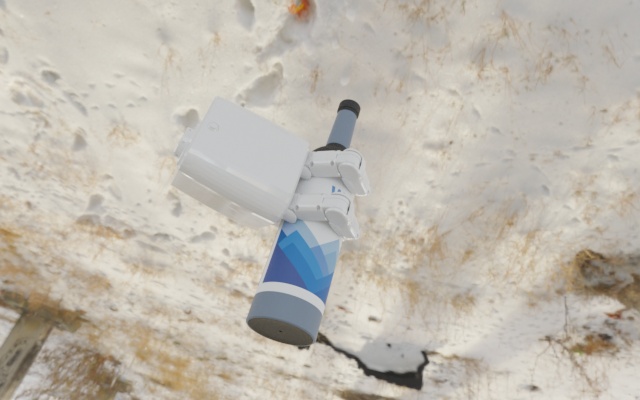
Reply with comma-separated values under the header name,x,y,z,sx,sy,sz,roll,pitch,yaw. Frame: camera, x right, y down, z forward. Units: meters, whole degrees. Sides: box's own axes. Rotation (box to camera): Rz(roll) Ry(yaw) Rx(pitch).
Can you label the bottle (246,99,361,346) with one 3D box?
name,x,y,z,sx,sy,sz,roll,pitch,yaw
bottle,0.000,0.002,0.512,0.069,0.295,0.069,12,-33,8
